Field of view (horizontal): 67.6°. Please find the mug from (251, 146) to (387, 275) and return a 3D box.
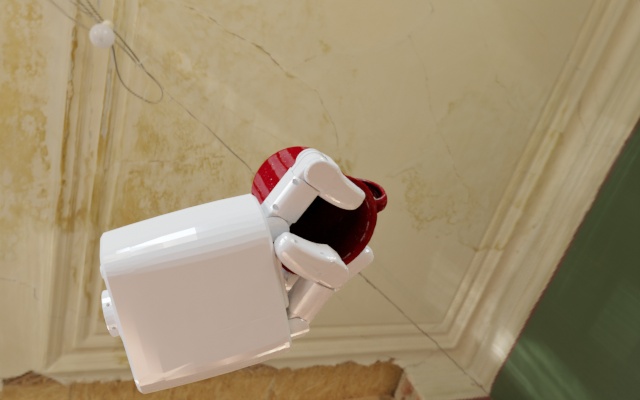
[{"bbox_3d":[0.001,0.001,0.413,0.117,0.093,0.081,-14,32,-17],"label":"mug"}]
